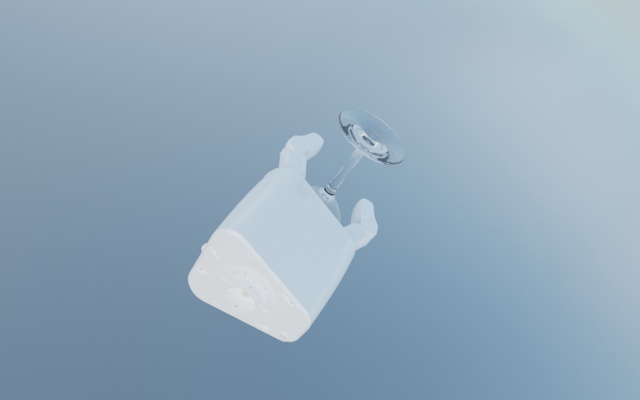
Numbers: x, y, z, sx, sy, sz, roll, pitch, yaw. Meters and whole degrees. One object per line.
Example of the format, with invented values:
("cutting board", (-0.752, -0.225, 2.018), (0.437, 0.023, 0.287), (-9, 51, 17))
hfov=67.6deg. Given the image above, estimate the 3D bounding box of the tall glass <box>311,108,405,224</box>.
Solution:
("tall glass", (0.001, 0.001, 0.508), (0.079, 0.079, 0.201), (0, -39, -39))
